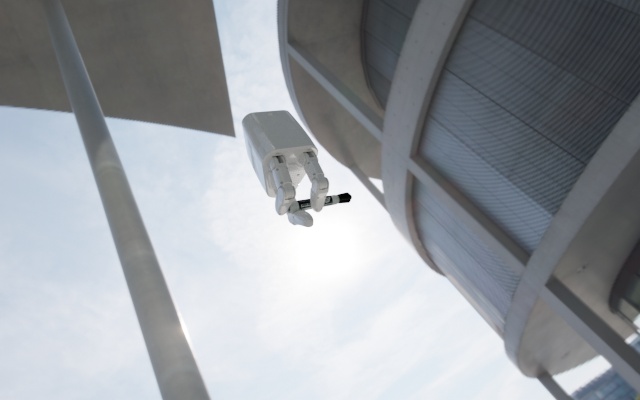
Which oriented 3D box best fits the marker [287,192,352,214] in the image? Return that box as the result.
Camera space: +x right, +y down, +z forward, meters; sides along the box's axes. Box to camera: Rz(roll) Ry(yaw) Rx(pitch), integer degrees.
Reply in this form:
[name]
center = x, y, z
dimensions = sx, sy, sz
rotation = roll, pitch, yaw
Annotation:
[marker]
center = 0.000, 0.003, 0.785
dimensions = 0.121, 0.020, 0.020
rotation = -10, 5, -30
